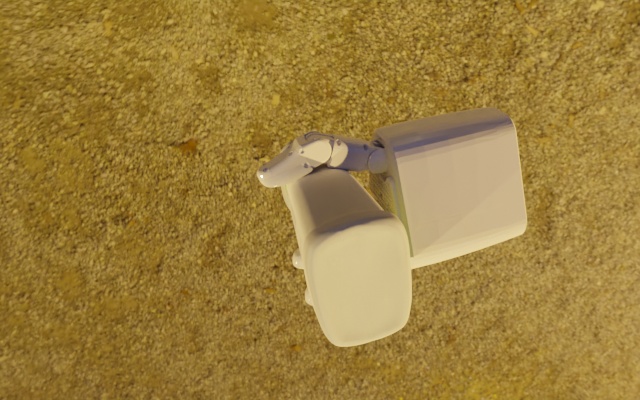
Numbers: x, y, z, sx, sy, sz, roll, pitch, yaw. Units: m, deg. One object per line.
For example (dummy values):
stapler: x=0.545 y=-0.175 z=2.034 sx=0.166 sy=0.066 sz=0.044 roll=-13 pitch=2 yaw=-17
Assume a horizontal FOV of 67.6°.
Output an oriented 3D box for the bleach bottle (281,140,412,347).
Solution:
bleach bottle: x=0.000 y=0.001 z=0.410 sx=0.068 sy=0.103 sz=0.250 roll=-14 pitch=30 yaw=-7
